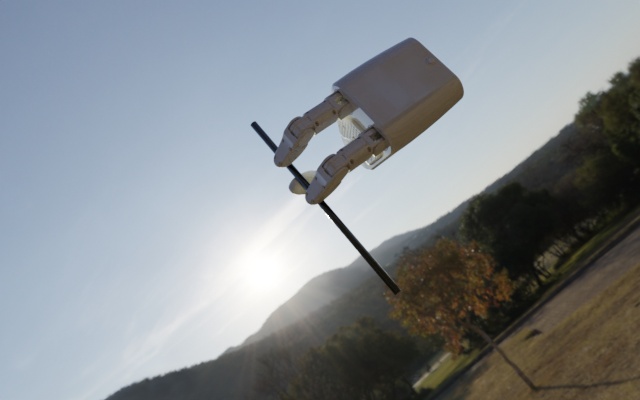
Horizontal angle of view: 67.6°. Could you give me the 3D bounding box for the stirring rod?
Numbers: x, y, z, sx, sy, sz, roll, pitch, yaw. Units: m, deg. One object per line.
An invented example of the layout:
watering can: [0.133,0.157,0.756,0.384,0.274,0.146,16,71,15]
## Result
stirring rod: [0.000,0.002,0.496,0.011,0.239,0.011,-36,-18,-14]
